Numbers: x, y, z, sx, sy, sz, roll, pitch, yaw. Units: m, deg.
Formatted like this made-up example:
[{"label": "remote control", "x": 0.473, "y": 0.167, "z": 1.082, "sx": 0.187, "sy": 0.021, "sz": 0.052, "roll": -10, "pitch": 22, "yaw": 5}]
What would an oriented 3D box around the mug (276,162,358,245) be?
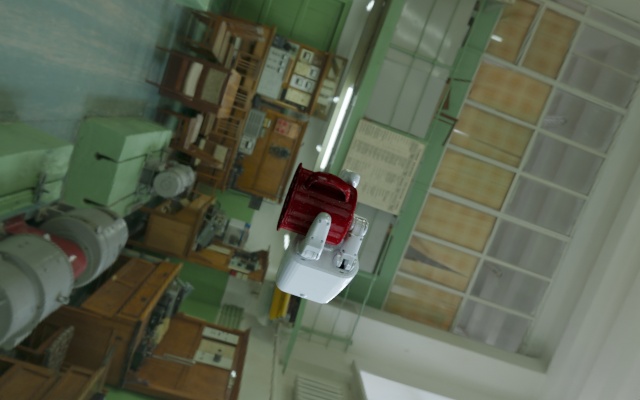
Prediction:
[{"label": "mug", "x": 0.001, "y": 0.001, "z": 0.604, "sx": 0.081, "sy": 0.093, "sz": 0.117, "roll": 19, "pitch": -36, "yaw": -7}]
